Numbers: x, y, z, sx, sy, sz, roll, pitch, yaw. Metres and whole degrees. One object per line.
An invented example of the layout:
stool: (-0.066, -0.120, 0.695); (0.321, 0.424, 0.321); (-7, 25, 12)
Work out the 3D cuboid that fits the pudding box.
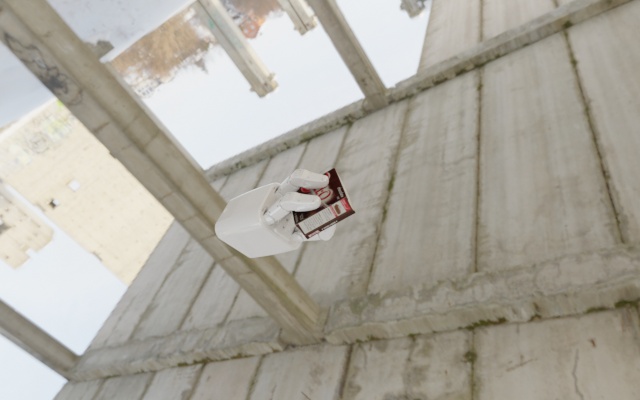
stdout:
pudding box: (0.000, 0.003, 0.760); (0.090, 0.039, 0.113); (-30, 30, 6)
